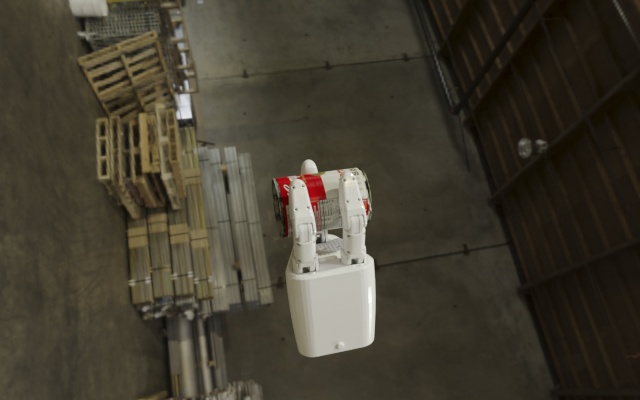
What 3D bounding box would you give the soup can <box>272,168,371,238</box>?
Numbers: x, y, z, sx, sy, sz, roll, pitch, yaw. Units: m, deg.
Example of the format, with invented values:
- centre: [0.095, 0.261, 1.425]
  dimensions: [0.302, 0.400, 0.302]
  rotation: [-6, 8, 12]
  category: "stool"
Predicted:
- centre: [0.000, 0.001, 0.544]
  dimensions: [0.102, 0.068, 0.068]
  rotation: [-8, 1, -10]
  category: "soup can"
